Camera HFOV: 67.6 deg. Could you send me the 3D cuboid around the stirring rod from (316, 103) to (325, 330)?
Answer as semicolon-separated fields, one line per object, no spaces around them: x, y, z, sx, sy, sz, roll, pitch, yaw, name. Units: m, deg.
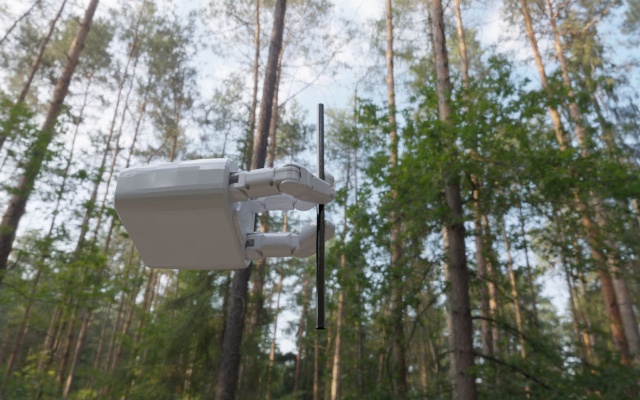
0.000;0.002;0.453;0.011;0.239;0.011;0;-30;0;stirring rod
